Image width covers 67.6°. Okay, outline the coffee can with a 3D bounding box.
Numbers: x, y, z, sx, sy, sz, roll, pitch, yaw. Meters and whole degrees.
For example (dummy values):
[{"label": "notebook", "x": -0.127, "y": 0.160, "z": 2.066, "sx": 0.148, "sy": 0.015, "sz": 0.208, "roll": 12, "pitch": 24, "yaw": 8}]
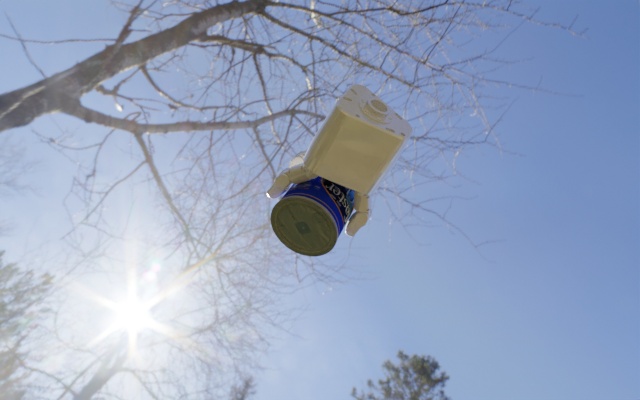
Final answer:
[{"label": "coffee can", "x": 0.000, "y": 0.003, "z": 0.727, "sx": 0.103, "sy": 0.103, "sz": 0.140, "roll": 0, "pitch": 32, "yaw": 25}]
